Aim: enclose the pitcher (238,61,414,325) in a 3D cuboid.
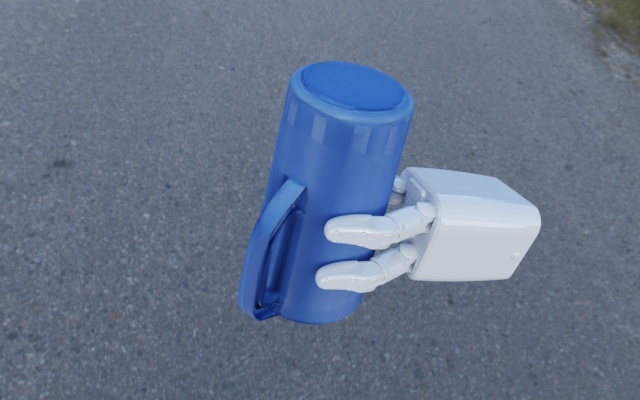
[{"bbox_3d":[0.000,0.001,0.461,0.145,0.243,0.149,4,38,-11],"label":"pitcher"}]
